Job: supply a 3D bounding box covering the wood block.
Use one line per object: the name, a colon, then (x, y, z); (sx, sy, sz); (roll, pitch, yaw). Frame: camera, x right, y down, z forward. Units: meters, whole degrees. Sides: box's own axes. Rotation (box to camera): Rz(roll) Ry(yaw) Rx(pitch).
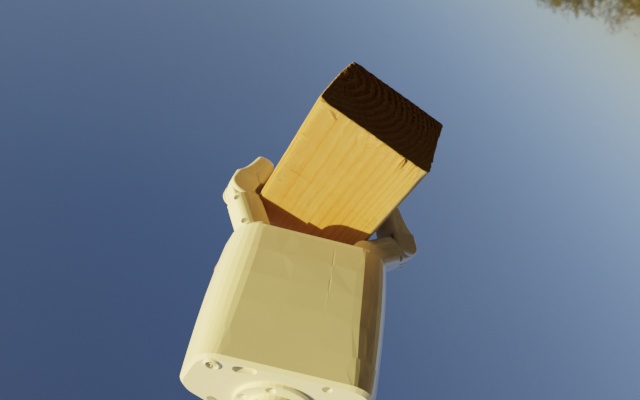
wood block: (0.000, 0.001, 0.408); (0.091, 0.206, 0.090); (35, 37, -3)
